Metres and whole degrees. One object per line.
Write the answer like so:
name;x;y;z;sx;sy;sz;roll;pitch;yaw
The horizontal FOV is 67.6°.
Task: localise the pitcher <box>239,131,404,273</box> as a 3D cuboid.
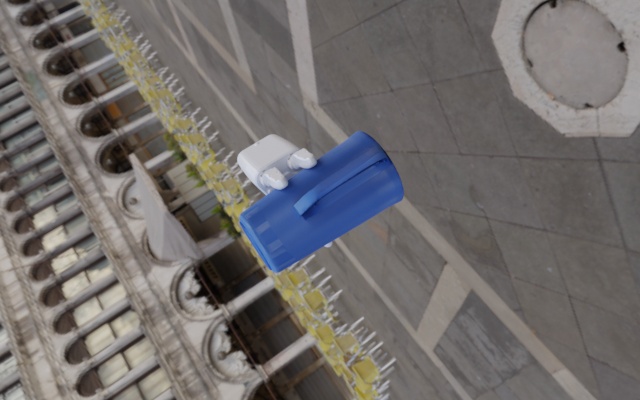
pitcher;0.000;0.002;0.742;0.243;0.149;0.145;-33;37;-12
